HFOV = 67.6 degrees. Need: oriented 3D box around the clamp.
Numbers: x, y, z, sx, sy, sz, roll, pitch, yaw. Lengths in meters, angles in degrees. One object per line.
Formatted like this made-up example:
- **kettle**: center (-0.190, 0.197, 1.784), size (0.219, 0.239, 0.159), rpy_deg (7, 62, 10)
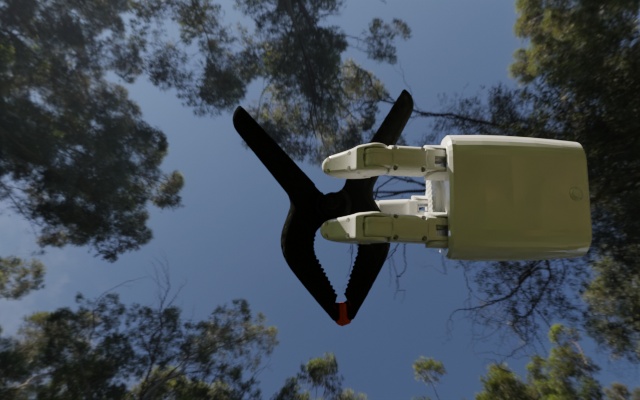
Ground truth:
- **clamp**: center (0.000, 0.002, 0.423), size (0.164, 0.210, 0.036), rpy_deg (1, -10, 3)
